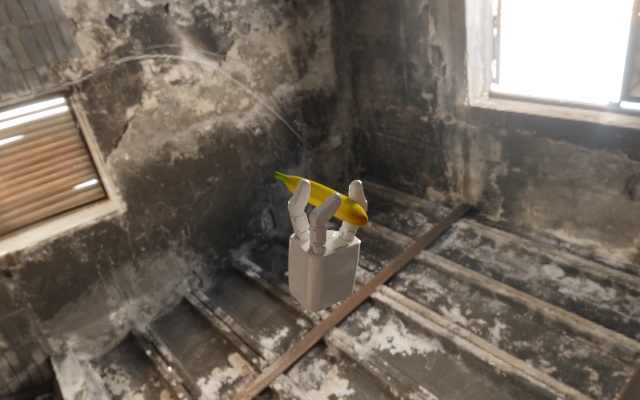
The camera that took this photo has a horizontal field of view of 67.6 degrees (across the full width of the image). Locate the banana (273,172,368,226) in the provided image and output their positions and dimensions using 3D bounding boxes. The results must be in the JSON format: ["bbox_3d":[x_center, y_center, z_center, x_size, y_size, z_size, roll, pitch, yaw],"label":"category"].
[{"bbox_3d":[0.008,0.001,0.799,0.197,0.037,0.069,25,16,32],"label":"banana"}]
